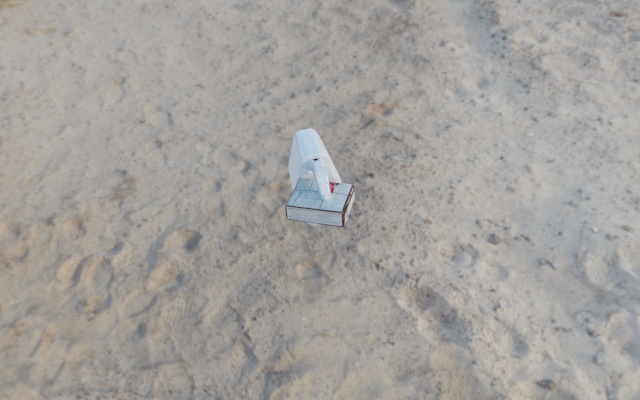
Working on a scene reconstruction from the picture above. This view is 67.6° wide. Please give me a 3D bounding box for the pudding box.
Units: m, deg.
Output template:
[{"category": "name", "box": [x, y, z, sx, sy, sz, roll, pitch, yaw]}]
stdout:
[{"category": "pudding box", "box": [0.000, 0.003, 0.894, 0.113, 0.039, 0.090, 6, 40, 16]}]
